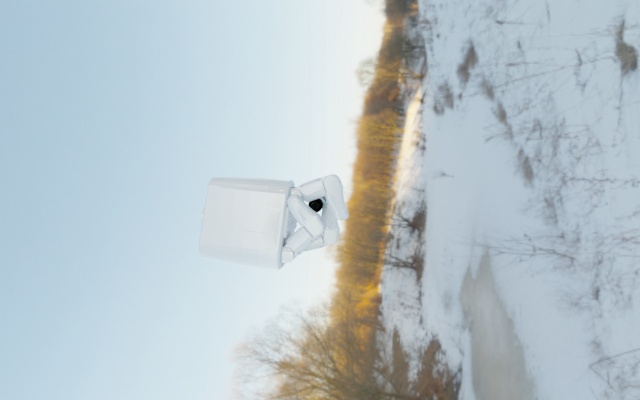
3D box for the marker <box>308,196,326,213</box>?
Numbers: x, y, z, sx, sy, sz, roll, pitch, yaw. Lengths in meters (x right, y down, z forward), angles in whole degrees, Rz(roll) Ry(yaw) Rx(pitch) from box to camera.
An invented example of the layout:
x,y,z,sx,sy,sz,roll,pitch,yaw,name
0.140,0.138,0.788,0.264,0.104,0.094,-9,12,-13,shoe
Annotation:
x,y,z,sx,sy,sz,roll,pitch,yaw,name
0.000,0.002,0.662,0.020,0.020,0.121,0,5,7,marker
